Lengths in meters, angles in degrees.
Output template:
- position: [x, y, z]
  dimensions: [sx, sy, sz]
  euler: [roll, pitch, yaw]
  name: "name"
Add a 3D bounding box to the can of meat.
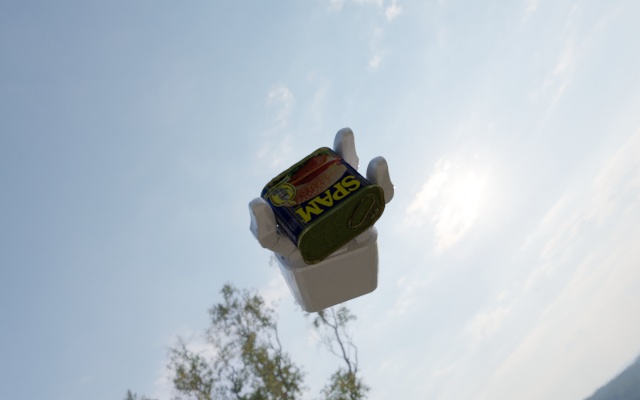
- position: [0.000, 0.001, 0.488]
  dimensions: [0.102, 0.057, 0.084]
  euler: [-34, 51, -14]
  name: "can of meat"
